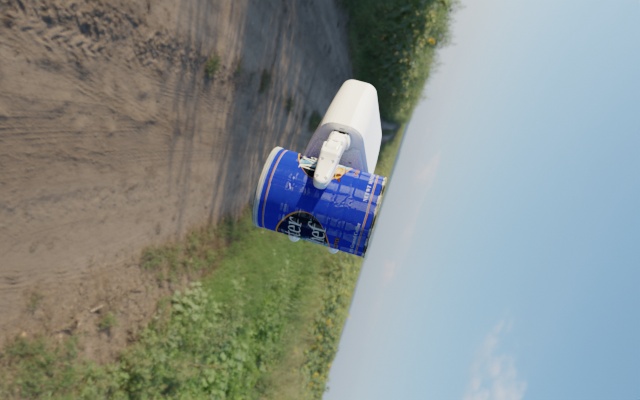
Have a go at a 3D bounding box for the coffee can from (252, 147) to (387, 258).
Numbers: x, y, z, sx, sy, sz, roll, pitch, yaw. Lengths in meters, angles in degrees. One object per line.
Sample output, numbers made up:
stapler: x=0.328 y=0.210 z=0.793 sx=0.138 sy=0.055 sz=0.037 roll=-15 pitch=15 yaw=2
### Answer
coffee can: x=0.000 y=0.002 z=0.585 sx=0.140 sy=0.103 sz=0.103 roll=16 pitch=2 yaw=6
